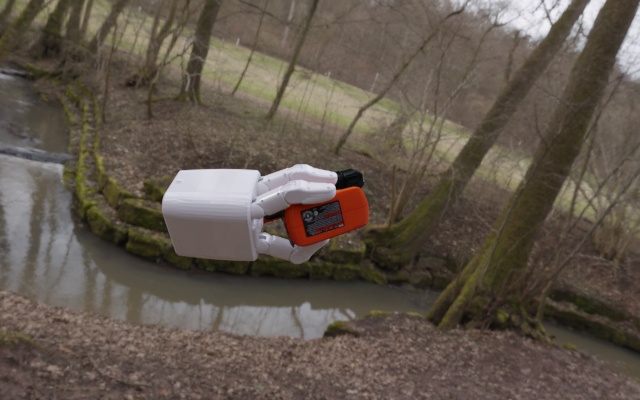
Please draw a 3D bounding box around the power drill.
[{"bbox_3d":[0.000,0.002,0.669,0.184,0.057,0.187,-19,12,-12],"label":"power drill"}]
